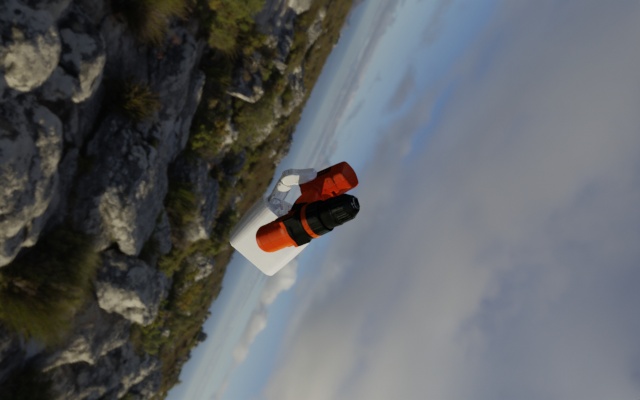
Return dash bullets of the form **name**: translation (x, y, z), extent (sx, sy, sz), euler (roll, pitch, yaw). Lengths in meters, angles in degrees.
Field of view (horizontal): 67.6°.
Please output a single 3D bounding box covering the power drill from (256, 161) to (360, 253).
- **power drill**: translation (0.000, 0.002, 0.771), extent (0.184, 0.057, 0.187), euler (-21, 16, 29)
